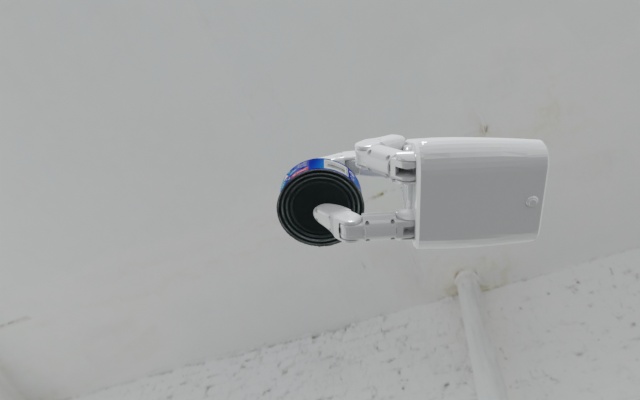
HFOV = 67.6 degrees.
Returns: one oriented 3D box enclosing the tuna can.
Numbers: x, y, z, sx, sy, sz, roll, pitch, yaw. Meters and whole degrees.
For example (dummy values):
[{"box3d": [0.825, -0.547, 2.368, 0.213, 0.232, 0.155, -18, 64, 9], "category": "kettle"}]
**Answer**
[{"box3d": [0.000, 0.001, 0.479, 0.086, 0.086, 0.033, 0, 28, 0], "category": "tuna can"}]
